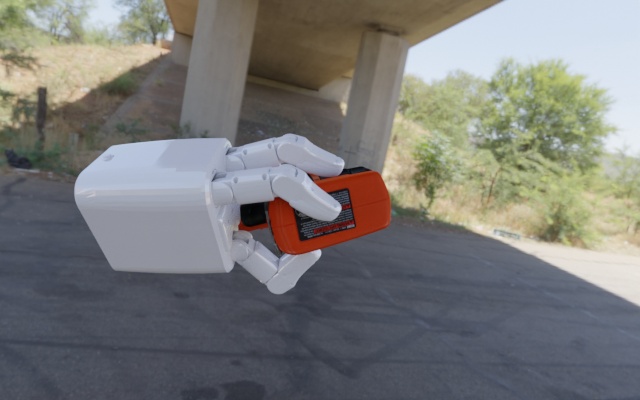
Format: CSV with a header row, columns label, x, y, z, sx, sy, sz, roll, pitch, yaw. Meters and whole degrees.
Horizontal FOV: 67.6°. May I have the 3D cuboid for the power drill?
label,x,y,z,sx,sy,sz,roll,pitch,yaw
power drill,0.000,0.002,0.487,0.184,0.057,0.187,-16,6,-15
